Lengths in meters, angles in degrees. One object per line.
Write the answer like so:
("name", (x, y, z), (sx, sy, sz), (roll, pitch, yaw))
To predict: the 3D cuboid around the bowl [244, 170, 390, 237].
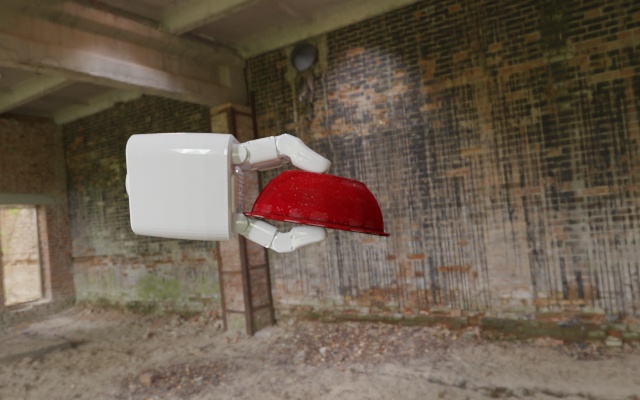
("bowl", (0.001, 0.001, 0.527), (0.162, 0.055, 0.162), (9, -3, 0))
